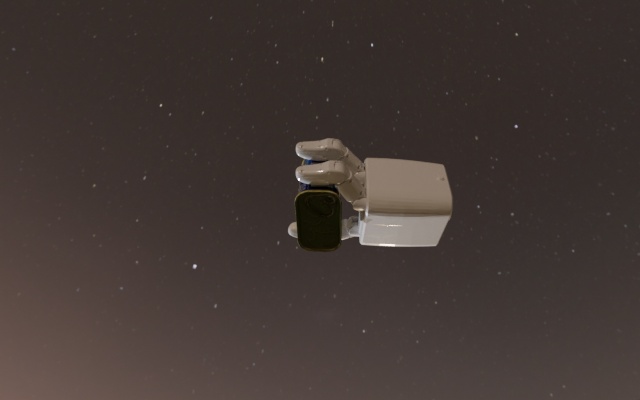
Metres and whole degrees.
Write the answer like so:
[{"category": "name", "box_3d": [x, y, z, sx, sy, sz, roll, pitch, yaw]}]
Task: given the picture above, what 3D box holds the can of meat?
[{"category": "can of meat", "box_3d": [0.000, 0.002, 0.627, 0.057, 0.102, 0.084, 1, 40, 3]}]
